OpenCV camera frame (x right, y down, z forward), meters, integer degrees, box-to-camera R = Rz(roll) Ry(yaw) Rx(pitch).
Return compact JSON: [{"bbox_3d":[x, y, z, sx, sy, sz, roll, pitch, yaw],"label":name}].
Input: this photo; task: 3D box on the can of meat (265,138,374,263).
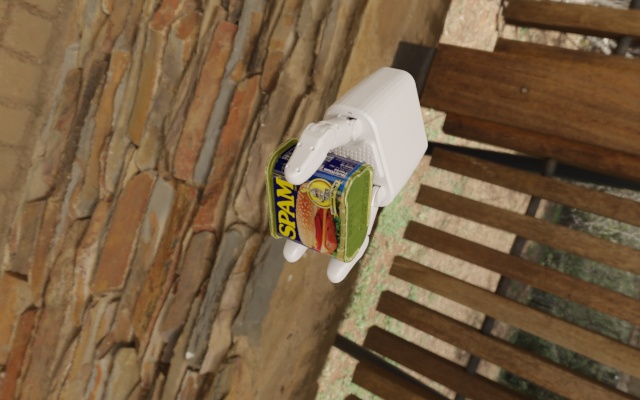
[{"bbox_3d":[0.000,0.002,0.450,0.084,0.102,0.057,20,41,25],"label":"can of meat"}]
